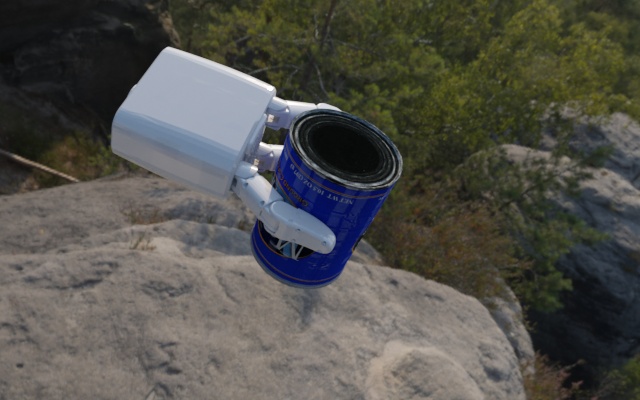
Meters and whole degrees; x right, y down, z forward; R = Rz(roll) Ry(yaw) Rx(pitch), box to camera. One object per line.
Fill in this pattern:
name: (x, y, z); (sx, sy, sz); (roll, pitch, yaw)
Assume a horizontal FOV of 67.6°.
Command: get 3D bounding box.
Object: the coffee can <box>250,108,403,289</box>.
coffee can: (0.000, 0.002, 0.446); (0.103, 0.102, 0.140); (0, -43, -27)
